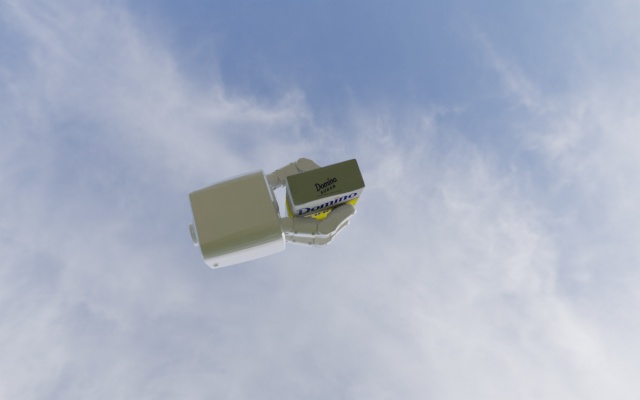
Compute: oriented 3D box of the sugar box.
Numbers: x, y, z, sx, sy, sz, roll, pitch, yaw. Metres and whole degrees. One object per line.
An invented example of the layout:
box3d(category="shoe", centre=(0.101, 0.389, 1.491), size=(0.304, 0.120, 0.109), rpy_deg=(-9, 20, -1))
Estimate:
box3d(category="sugar box", centre=(0.000, 0.003, 0.659), size=(0.093, 0.048, 0.176), rpy_deg=(-15, -12, -8))
